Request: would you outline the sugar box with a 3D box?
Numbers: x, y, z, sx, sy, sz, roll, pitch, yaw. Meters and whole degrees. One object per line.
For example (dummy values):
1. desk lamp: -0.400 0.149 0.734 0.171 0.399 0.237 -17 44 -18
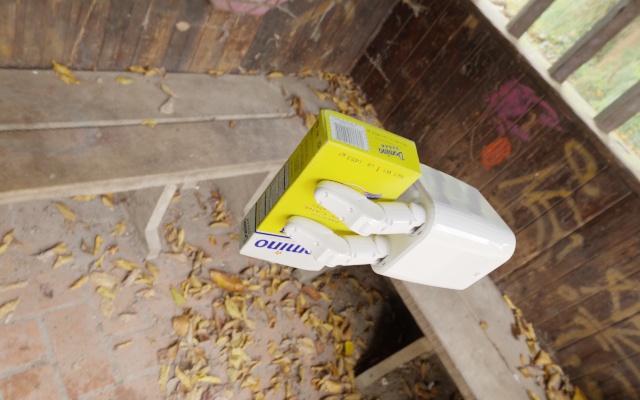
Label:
1. sugar box: 0.000 0.002 0.439 0.093 0.048 0.176 17 -45 -24
